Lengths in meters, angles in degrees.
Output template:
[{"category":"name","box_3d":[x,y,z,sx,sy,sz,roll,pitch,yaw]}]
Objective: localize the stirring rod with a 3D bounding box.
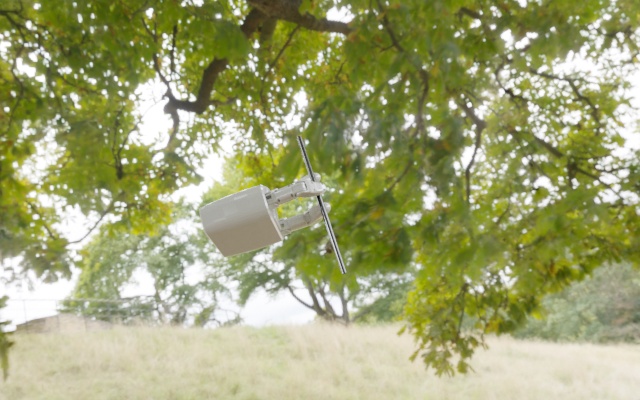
[{"category":"stirring rod","box_3d":[0.000,0.003,0.766,0.011,0.239,0.011,-17,-17,-5]}]
